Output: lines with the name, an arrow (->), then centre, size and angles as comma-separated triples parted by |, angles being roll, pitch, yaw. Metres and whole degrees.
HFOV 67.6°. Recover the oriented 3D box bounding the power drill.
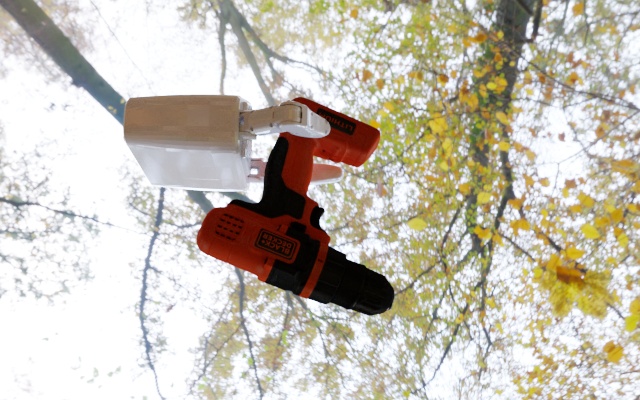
power drill -> 0.000, 0.001, 0.458 | 0.184, 0.187, 0.057 | 23, -31, -6
